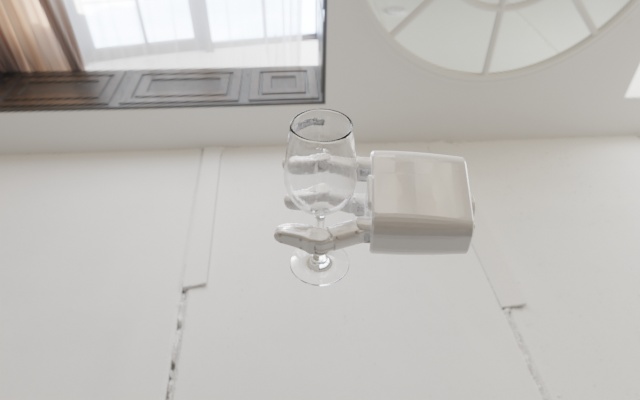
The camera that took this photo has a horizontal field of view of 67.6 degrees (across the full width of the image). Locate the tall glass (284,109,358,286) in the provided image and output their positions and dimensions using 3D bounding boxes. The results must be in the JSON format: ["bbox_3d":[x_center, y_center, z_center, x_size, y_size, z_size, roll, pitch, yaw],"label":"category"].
[{"bbox_3d":[0.000,0.002,0.527,0.079,0.201,0.079,0,41,0],"label":"tall glass"}]
